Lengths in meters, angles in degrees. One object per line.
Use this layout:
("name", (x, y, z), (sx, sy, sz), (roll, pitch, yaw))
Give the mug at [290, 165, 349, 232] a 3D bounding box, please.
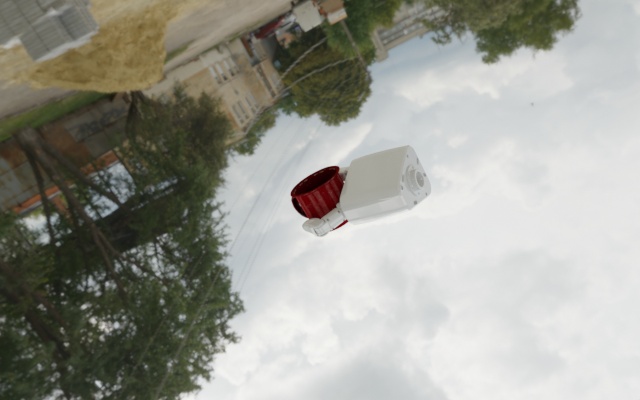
("mug", (-0.001, 0.003, 0.806), (0.117, 0.081, 0.093), (-15, 24, 38))
